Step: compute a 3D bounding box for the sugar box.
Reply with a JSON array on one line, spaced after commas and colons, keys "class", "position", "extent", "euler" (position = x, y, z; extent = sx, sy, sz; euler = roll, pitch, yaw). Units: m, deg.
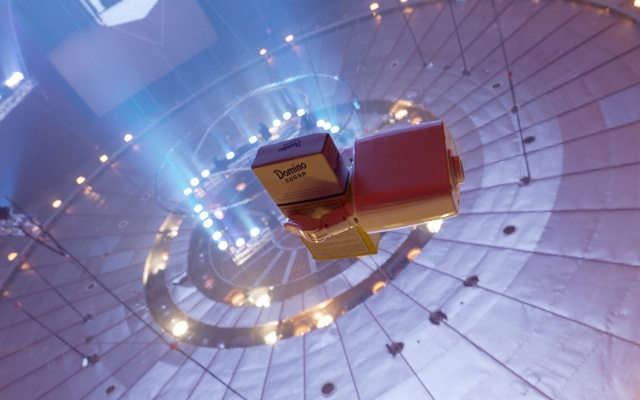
[{"class": "sugar box", "position": [0.000, 0.002, 0.581], "extent": [0.093, 0.176, 0.048], "euler": [-9, 41, 24]}]
